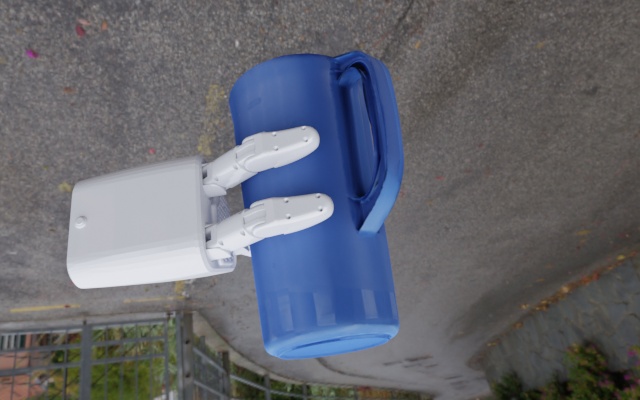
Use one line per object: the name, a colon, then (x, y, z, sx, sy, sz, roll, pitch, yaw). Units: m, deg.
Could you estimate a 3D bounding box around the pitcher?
pitcher: (0.000, 0.001, 0.411, 0.145, 0.242, 0.149, -9, -23, 1)
